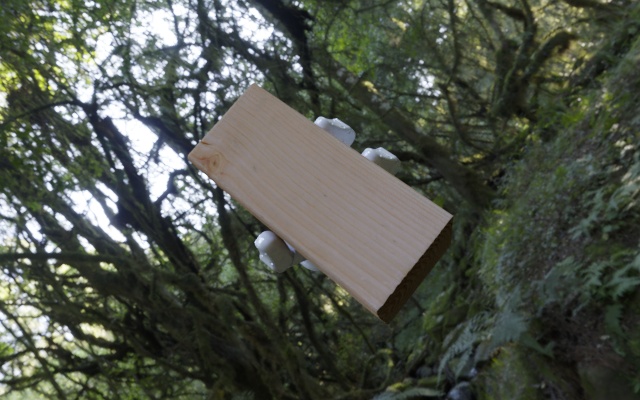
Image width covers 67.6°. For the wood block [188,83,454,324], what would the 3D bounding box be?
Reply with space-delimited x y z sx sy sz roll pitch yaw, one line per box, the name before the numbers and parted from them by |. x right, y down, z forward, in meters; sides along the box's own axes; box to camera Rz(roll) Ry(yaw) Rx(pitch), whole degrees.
wood block | 0.000 0.002 0.410 0.206 0.091 0.090 36 -8 22
